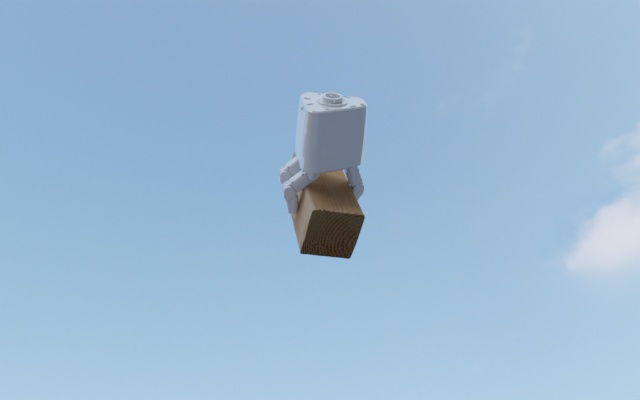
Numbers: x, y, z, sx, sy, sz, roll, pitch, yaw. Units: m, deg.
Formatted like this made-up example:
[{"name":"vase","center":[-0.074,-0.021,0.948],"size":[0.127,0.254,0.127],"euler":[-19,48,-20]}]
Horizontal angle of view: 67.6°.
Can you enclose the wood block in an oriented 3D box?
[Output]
[{"name":"wood block","center":[0.000,0.002,0.847],"size":[0.091,0.090,0.206],"euler":[7,30,-16]}]
